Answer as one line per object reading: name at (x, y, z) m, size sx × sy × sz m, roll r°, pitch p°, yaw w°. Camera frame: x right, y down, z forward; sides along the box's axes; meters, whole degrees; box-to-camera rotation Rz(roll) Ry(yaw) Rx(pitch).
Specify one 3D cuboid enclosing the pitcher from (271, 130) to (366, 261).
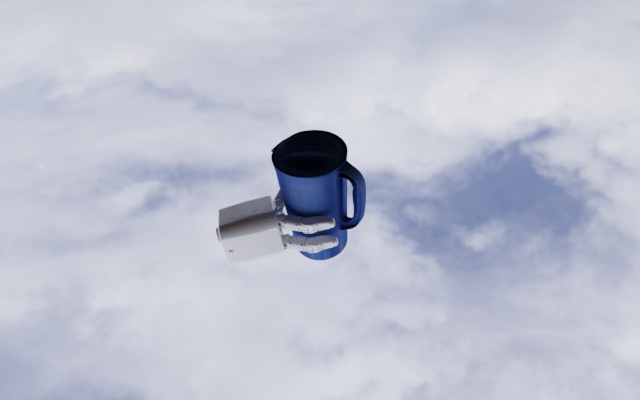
pitcher at (0.000, 0.003, 0.896) m, size 0.145 × 0.243 × 0.149 m, roll -13°, pitch 44°, yaw -6°
